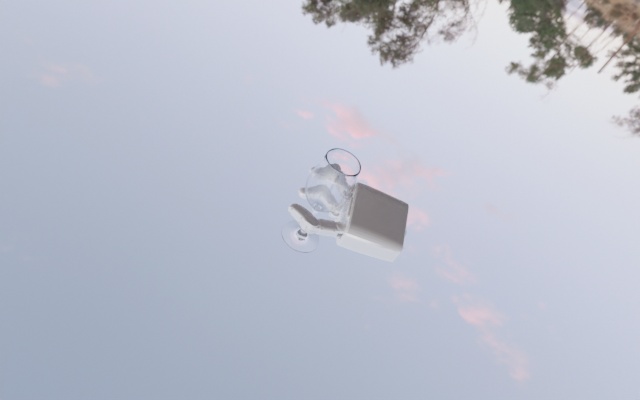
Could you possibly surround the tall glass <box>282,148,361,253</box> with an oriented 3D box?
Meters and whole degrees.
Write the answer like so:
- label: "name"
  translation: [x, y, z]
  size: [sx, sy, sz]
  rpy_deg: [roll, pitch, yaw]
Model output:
- label: "tall glass"
  translation: [0.000, 0.003, 0.823]
  size: [0.079, 0.079, 0.201]
  rpy_deg: [0, -40, -29]
